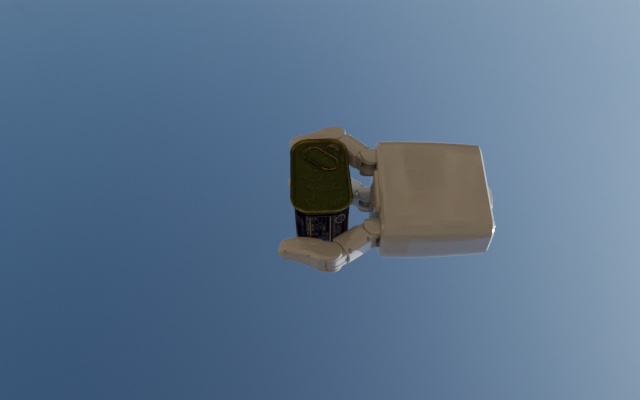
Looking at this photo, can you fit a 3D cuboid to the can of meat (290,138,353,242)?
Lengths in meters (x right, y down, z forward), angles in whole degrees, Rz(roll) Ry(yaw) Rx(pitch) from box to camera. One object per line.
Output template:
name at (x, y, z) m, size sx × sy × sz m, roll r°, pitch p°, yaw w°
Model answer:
can of meat at (0.000, 0.002, 0.483) m, size 0.057 × 0.102 × 0.084 m, roll -2°, pitch -44°, yaw -1°
